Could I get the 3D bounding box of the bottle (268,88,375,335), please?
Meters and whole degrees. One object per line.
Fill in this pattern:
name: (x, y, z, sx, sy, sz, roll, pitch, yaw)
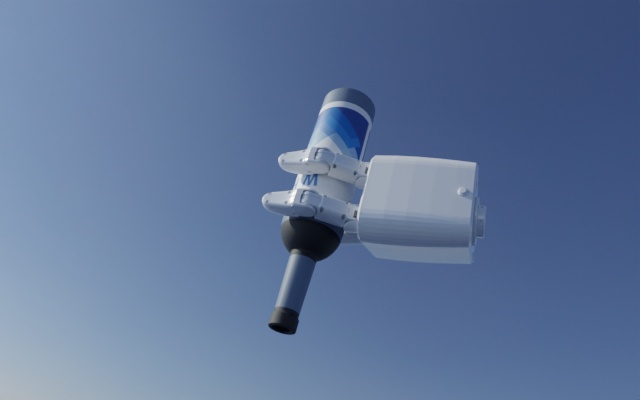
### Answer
bottle: (0.000, 0.002, 0.525, 0.069, 0.295, 0.069, 12, -32, 8)
